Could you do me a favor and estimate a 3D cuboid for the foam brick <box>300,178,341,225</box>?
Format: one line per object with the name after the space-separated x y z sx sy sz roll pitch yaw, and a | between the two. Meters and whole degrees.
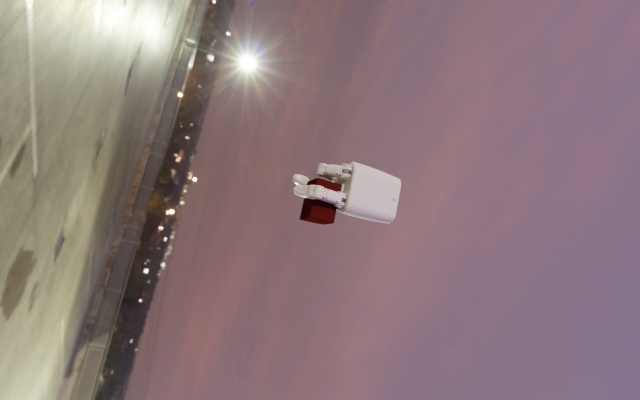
0.000 0.003 0.898 0.051 0.078 0.053 16 -12 -21 | foam brick
